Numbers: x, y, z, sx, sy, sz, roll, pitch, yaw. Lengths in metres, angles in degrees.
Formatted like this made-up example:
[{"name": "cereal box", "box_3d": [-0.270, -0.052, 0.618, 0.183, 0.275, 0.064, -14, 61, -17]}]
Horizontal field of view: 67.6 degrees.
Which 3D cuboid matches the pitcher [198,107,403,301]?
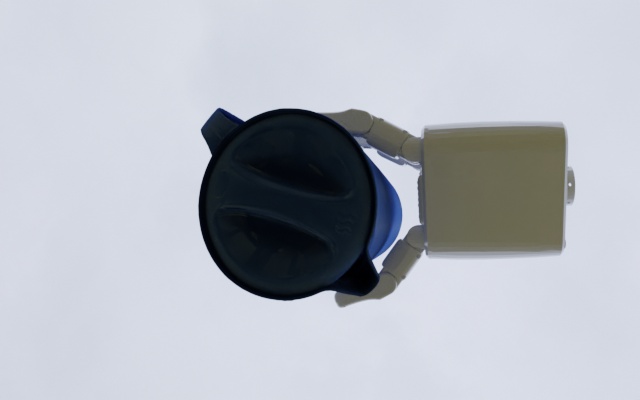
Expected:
[{"name": "pitcher", "box_3d": [0.000, 0.001, 0.439, 0.145, 0.149, 0.243, -3, -4, 16]}]
